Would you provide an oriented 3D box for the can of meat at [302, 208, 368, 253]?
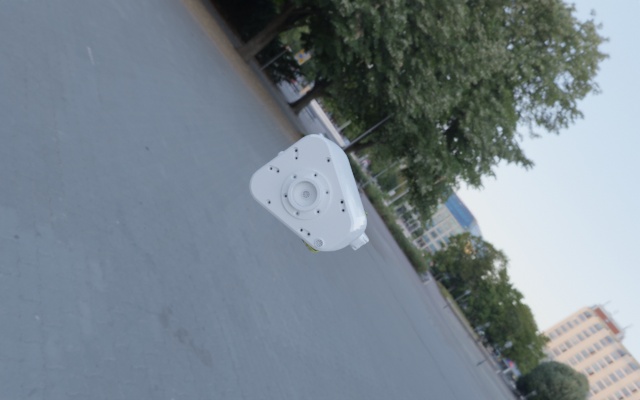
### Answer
[{"bbox_3d":[0.000,0.002,0.614,0.084,0.102,0.057,-35,-11,7],"label":"can of meat"}]
